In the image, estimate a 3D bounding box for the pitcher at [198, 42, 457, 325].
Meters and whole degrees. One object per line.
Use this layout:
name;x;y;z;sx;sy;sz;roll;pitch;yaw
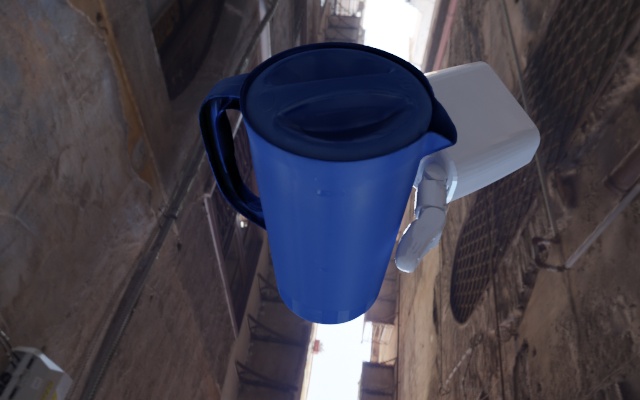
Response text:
pitcher;0.000;0.001;0.408;0.145;0.243;0.149;-24;53;-21
